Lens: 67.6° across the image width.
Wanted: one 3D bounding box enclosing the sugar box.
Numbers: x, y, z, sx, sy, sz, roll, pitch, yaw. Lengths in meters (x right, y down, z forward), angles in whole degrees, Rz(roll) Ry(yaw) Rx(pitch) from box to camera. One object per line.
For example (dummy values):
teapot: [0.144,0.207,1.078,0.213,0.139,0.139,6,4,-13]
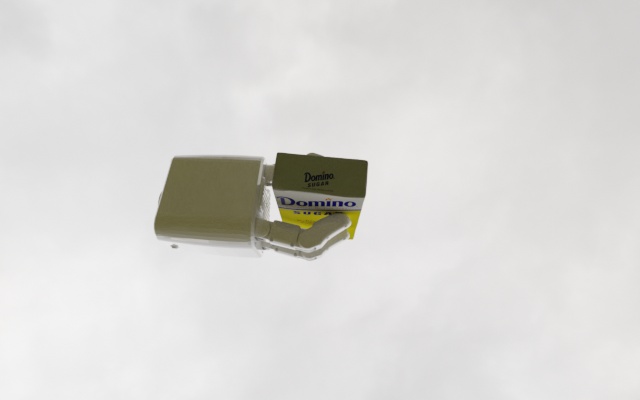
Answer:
sugar box: [0.000,0.002,0.540,0.093,0.048,0.176,5,-15,3]
